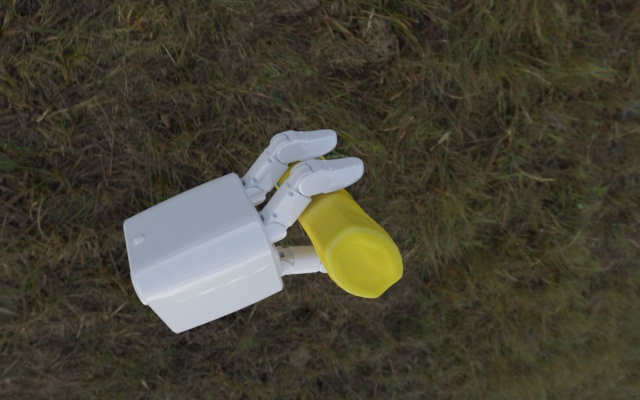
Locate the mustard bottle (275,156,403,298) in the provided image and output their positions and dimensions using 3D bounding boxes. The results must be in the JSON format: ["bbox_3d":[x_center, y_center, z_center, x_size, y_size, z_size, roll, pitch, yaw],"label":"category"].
[{"bbox_3d":[0.000,0.001,0.451,0.096,0.058,0.191,43,7,-42],"label":"mustard bottle"}]
